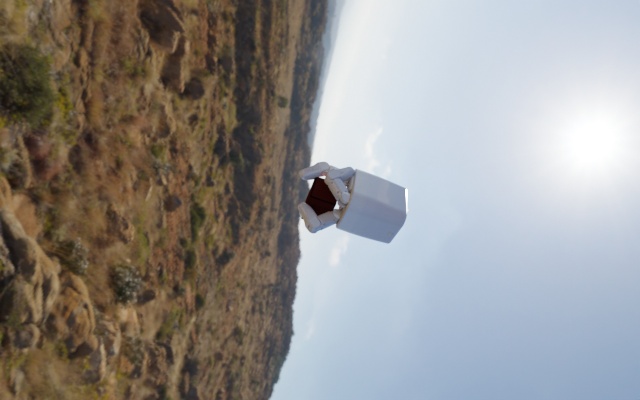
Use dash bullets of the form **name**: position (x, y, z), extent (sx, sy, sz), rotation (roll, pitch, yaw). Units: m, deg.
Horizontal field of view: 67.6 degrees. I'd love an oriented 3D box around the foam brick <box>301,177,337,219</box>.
- **foam brick**: position (0.000, 0.003, 0.899), extent (0.051, 0.053, 0.078), rotation (18, -37, -5)
